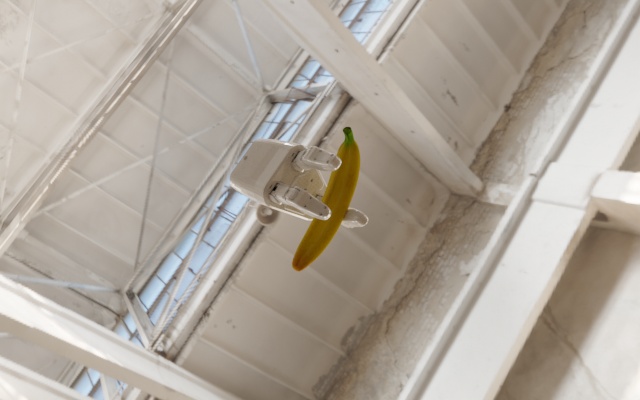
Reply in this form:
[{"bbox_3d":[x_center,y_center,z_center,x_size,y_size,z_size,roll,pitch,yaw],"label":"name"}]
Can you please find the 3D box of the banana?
[{"bbox_3d":[0.012,0.001,0.638,0.037,0.198,0.069,23,7,37],"label":"banana"}]
